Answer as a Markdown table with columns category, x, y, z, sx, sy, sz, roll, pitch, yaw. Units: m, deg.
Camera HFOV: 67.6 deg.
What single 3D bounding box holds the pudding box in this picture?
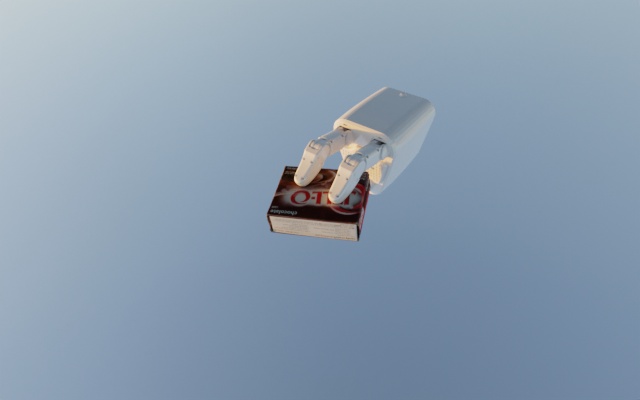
| category | x | y | z | sx | sy | sz | roll | pitch | yaw |
| --- | --- | --- | --- | --- | --- | --- | --- | --- | --- |
| pudding box | 0.000 | 0.002 | 0.590 | 0.113 | 0.039 | 0.090 | 3 | 44 | 13 |
